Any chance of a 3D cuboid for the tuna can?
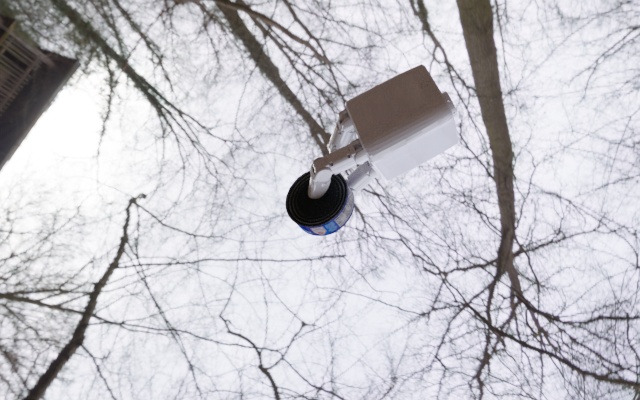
[{"bbox_3d":[0.000,0.002,0.618,0.086,0.086,0.034,0,-27,25],"label":"tuna can"}]
